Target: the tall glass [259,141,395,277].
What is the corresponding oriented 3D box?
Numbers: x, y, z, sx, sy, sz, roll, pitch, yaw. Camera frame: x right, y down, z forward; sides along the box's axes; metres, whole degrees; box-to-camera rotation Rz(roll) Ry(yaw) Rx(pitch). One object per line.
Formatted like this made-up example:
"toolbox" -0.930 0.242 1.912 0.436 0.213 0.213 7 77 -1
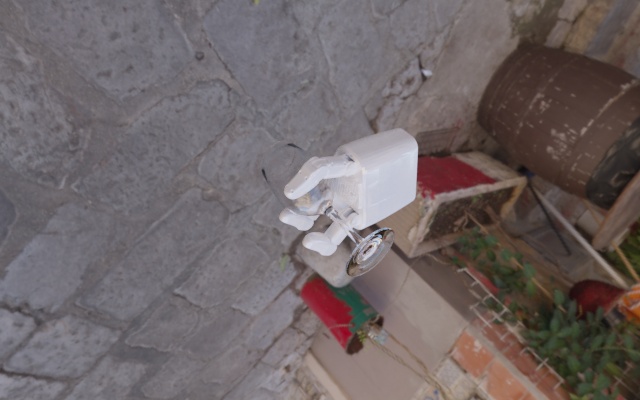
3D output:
"tall glass" 0.000 0.002 0.612 0.079 0.079 0.201 0 37 -49
